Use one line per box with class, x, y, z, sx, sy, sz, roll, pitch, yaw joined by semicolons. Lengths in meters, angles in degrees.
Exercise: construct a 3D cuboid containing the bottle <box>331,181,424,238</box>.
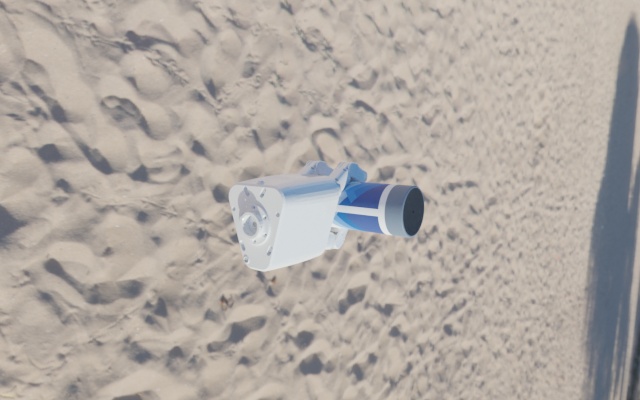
bottle;0.000;0.002;0.693;0.295;0.069;0.069;6;3;36
